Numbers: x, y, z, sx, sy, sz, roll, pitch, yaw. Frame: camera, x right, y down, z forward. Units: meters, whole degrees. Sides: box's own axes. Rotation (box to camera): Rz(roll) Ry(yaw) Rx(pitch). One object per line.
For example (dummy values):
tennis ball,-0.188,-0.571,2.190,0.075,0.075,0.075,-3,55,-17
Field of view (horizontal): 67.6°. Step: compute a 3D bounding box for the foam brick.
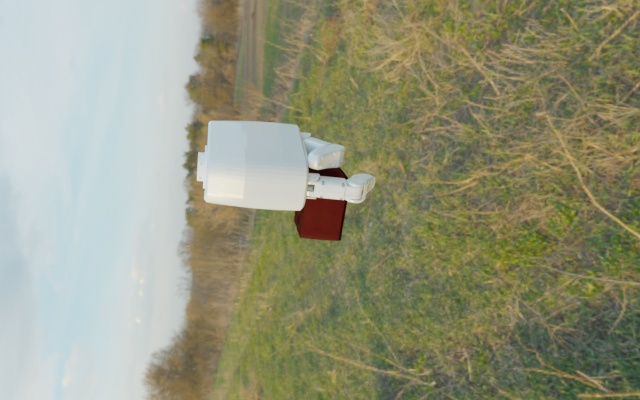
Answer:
foam brick,0.000,0.002,0.573,0.051,0.078,0.053,3,22,-14
